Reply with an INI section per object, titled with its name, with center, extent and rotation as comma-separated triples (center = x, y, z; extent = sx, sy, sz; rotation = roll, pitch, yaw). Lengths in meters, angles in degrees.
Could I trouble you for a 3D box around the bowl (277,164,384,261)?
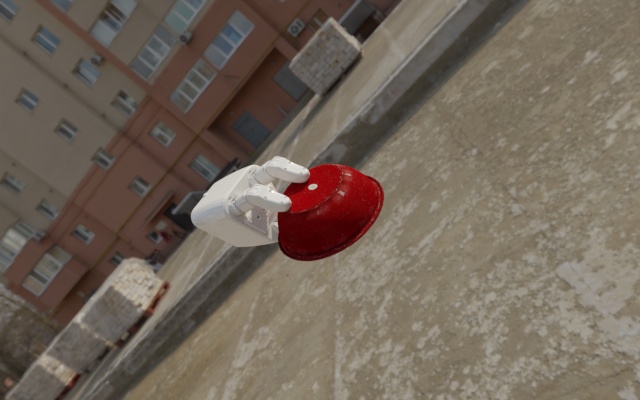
[bowl]
center = 0.001, 0.001, 0.634
extent = 0.162, 0.055, 0.162
rotation = -23, 34, 16
